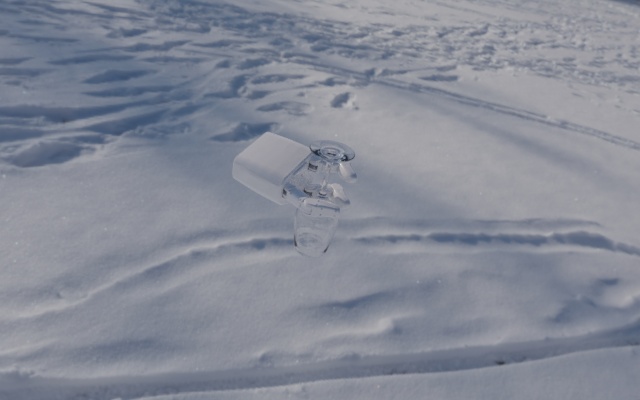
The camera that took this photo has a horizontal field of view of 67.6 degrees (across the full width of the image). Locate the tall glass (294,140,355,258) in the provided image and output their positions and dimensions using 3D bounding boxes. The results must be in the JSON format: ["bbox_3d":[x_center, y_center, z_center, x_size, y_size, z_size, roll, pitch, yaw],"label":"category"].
[{"bbox_3d":[0.000,0.002,0.813,0.079,0.201,0.079,9,32,-6],"label":"tall glass"}]
